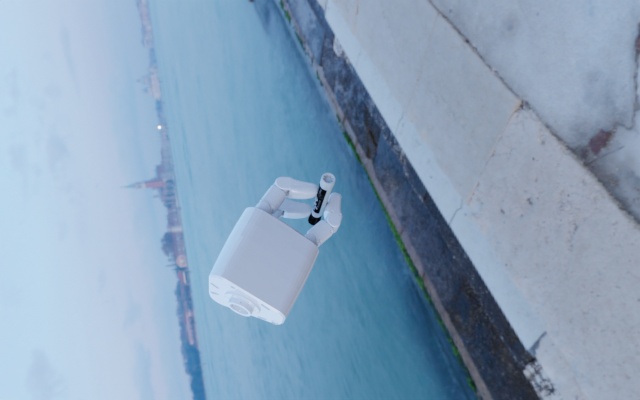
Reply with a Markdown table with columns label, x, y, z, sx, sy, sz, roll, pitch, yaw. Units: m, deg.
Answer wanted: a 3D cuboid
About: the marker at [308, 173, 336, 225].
| label | x | y | z | sx | sy | sz | roll | pitch | yaw |
| --- | --- | --- | --- | --- | --- | --- | --- | --- | --- |
| marker | 0.000 | 0.002 | 0.672 | 0.020 | 0.020 | 0.121 | 0 | -31 | -12 |
